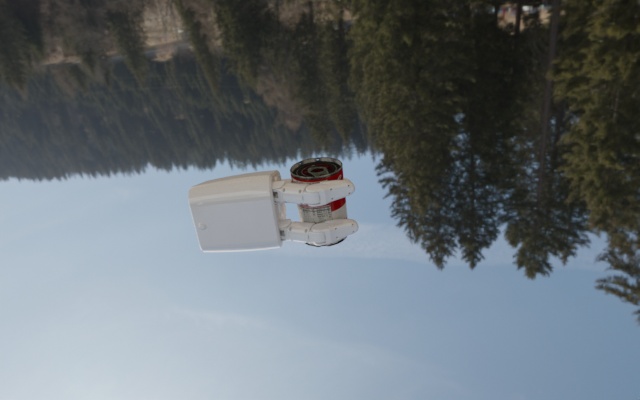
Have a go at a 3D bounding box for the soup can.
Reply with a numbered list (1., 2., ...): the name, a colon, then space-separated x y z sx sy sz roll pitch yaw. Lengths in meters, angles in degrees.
1. soup can: 0.001 0.002 0.632 0.068 0.102 0.068 -6 25 3
